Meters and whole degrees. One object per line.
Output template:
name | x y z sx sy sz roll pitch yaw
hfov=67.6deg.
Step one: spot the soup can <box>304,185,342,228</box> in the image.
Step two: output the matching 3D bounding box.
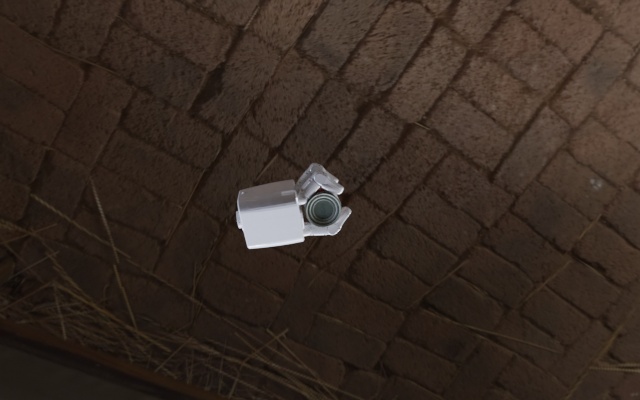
soup can | 0.001 0.003 0.896 0.068 0.068 0.102 0 17 -6
